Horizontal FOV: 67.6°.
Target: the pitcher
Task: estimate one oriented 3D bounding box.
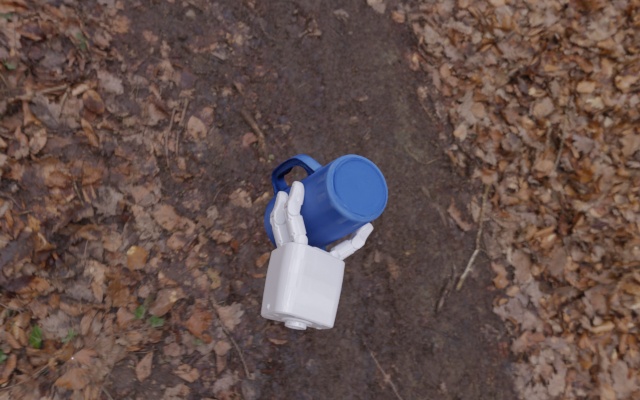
[{"bbox_3d":[0.000,0.003,0.810,0.149,0.145,0.243,22,-25,-20],"label":"pitcher"}]
